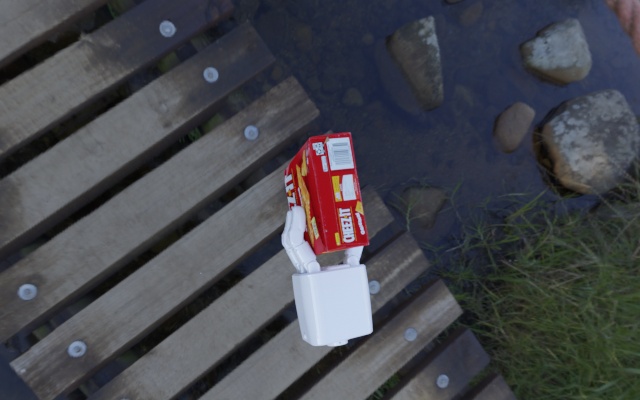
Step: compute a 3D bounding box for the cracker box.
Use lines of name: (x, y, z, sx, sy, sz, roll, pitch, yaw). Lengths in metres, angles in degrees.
cracker box: (0.000, 0.002, 0.755, 0.072, 0.164, 0.214, -8, -7, -15)
